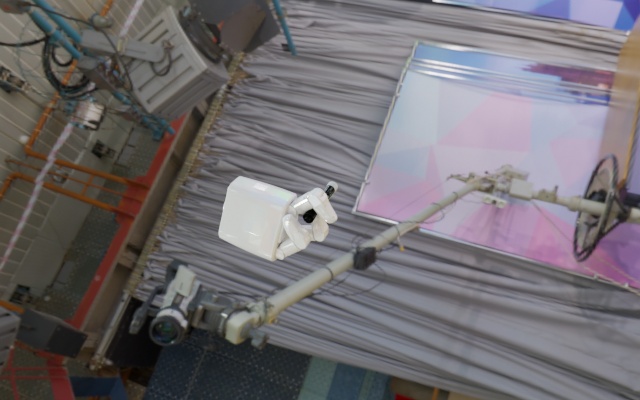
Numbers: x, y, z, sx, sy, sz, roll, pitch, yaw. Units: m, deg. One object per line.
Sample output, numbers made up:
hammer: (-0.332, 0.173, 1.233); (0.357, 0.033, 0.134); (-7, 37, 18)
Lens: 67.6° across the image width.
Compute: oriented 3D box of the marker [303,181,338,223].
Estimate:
marker: (0.000, 0.003, 0.788); (0.020, 0.020, 0.121); (0, 28, 24)
